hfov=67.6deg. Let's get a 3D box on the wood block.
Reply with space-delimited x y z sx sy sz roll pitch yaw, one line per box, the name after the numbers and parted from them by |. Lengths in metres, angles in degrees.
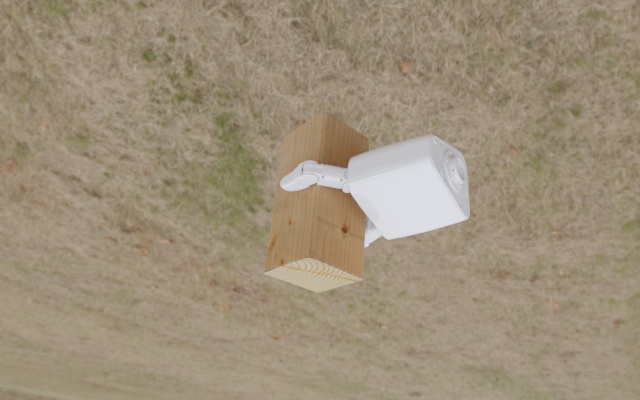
0.000 0.002 0.626 0.091 0.206 0.090 27 -35 -33 | wood block
